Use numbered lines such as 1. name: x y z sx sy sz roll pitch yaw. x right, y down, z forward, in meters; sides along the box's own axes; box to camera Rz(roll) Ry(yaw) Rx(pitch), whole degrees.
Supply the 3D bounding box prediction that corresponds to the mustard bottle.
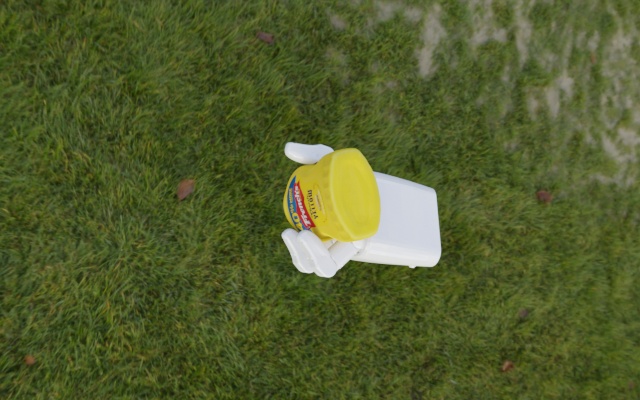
1. mustard bottle: 0.000 0.002 0.570 0.058 0.096 0.191 -15 1 -23
